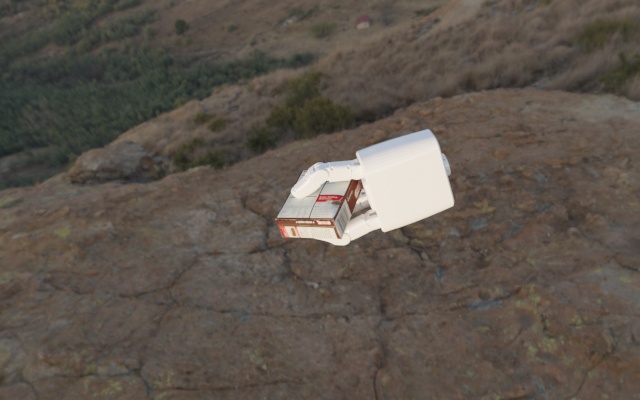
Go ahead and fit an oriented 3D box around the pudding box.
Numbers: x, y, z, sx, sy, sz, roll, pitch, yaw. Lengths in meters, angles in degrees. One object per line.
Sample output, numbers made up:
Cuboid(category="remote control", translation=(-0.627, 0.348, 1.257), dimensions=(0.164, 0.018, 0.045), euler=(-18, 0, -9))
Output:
Cuboid(category="pudding box", translation=(0.000, 0.002, 0.666), dimensions=(0.090, 0.039, 0.113), euler=(-1, 39, 26))
